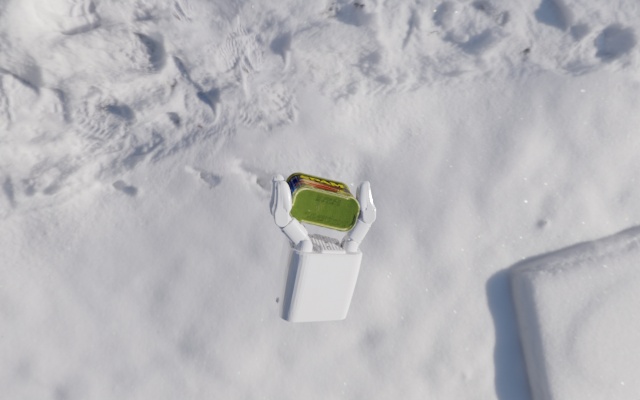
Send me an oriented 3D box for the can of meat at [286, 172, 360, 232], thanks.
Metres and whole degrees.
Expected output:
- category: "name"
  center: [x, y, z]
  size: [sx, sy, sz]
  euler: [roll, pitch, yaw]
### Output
- category: "can of meat"
  center: [0.000, 0.002, 0.685]
  size: [0.102, 0.057, 0.084]
  euler: [13, 12, -12]
